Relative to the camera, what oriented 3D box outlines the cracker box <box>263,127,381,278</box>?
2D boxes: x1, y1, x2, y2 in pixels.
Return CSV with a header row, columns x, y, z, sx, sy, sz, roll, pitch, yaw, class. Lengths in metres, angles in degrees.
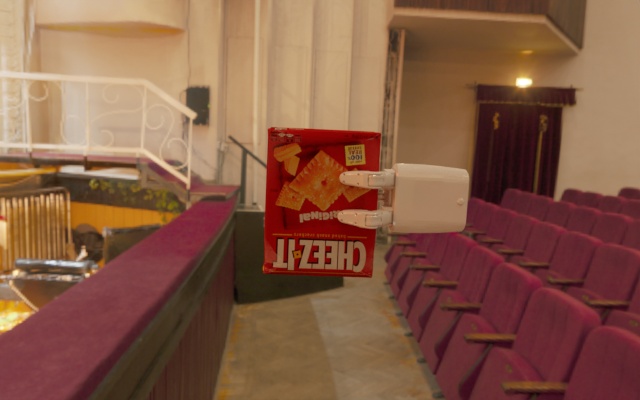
x,y,z,sx,sy,sz,roll,pitch,yaw,class
0.000,0.002,0.709,0.164,0.214,0.072,2,7,-2,cracker box
